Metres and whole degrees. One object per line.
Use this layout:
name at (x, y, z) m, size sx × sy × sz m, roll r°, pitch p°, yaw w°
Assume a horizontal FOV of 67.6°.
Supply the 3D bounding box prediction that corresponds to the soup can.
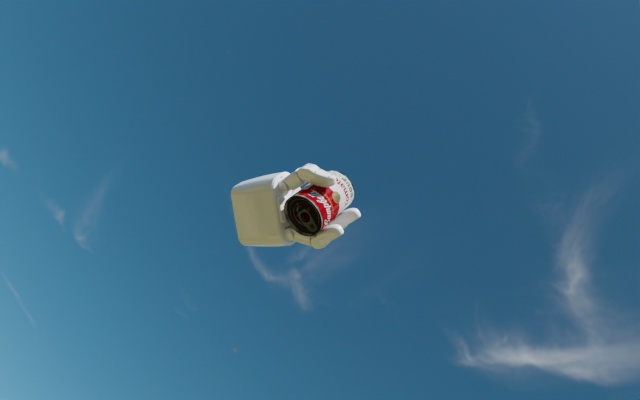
soup can at (0.001, 0.002, 0.739) m, size 0.068 × 0.068 × 0.102 m, roll 0°, pitch 25°, yaw 36°
